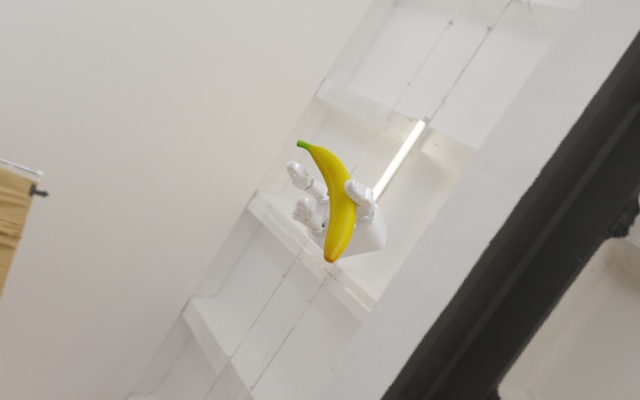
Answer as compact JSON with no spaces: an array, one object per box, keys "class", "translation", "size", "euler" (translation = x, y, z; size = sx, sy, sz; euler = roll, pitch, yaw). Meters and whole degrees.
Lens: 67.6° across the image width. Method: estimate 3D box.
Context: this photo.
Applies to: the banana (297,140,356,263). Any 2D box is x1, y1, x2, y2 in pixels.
[{"class":"banana","translation":[0.017,-0.004,0.693],"size":[0.069,0.197,0.037],"euler":[-10,-26,-10]}]
